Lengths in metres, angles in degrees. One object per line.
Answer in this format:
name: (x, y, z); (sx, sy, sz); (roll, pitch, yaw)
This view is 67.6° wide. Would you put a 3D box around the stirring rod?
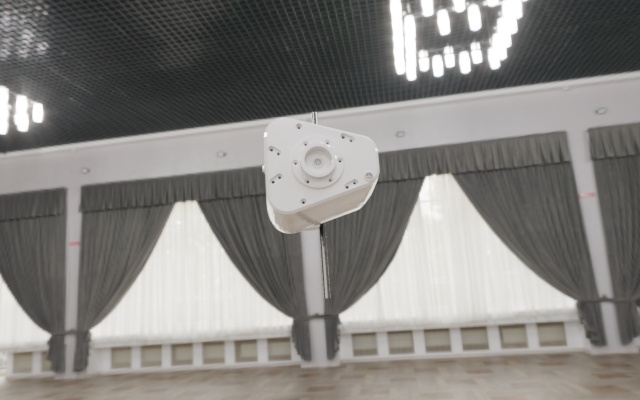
stirring rod: (0.000, 0.002, 0.608); (0.011, 0.239, 0.011); (-4, -11, -1)
